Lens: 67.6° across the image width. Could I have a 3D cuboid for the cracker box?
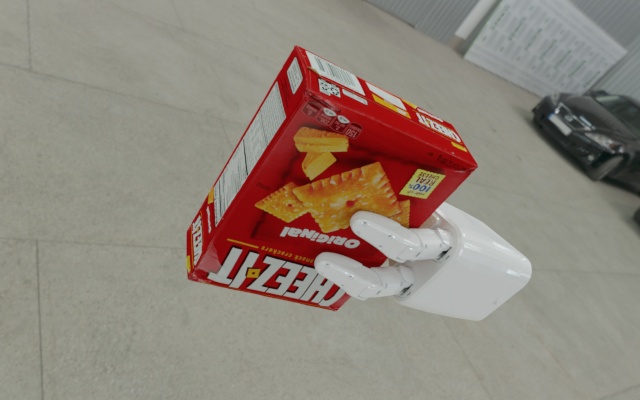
[{"bbox_3d":[0.000,0.001,0.418,0.164,0.214,0.072,19,35,-28],"label":"cracker box"}]
